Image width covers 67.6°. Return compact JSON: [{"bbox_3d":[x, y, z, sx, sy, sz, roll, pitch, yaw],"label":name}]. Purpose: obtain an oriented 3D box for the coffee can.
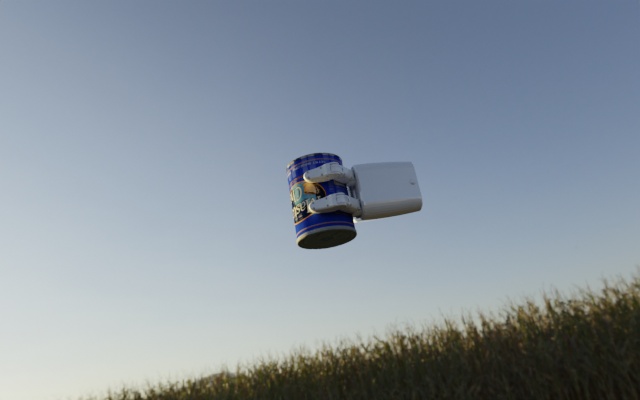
[{"bbox_3d":[0.000,0.003,0.828,0.103,0.140,0.103,-9,-21,-3],"label":"coffee can"}]
